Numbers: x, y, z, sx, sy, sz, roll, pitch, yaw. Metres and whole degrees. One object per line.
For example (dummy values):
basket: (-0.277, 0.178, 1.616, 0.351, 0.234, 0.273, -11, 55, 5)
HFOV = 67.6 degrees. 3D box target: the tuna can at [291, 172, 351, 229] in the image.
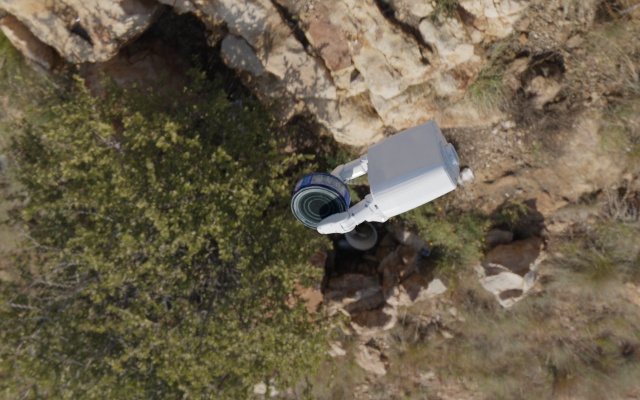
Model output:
tuna can: (0.000, 0.003, 0.706, 0.086, 0.086, 0.033, 0, 39, 13)
